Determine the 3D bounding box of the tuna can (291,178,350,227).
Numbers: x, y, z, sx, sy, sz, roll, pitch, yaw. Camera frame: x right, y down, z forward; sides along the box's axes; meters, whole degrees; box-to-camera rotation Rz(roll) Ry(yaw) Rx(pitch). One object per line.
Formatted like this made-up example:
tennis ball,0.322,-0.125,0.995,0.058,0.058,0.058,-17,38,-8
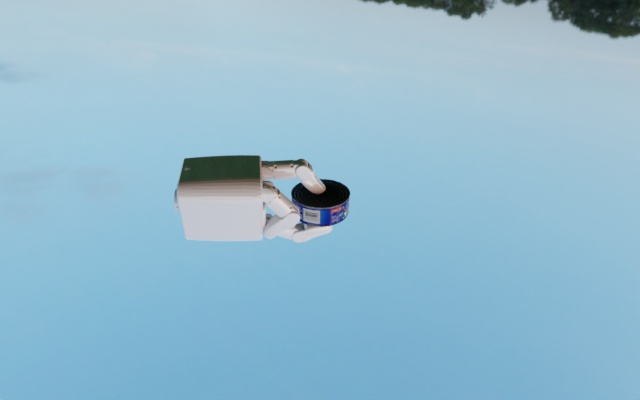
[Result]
tuna can,0.000,0.003,0.698,0.086,0.034,0.086,0,30,0
